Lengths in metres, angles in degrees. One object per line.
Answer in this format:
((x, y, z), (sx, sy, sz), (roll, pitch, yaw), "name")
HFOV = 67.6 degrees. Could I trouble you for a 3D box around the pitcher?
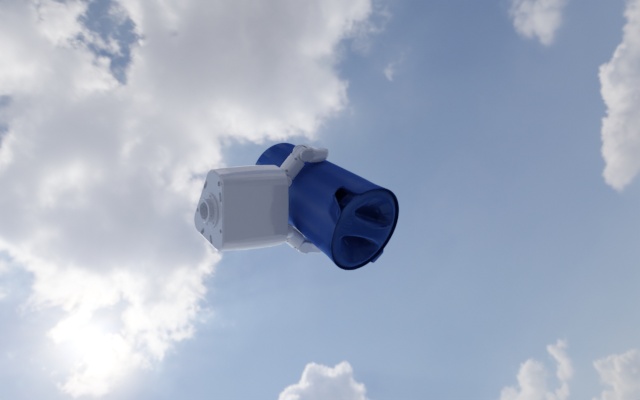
((0.000, 0.002, 0.768), (0.145, 0.149, 0.242), (-7, 29, -39), "pitcher")
